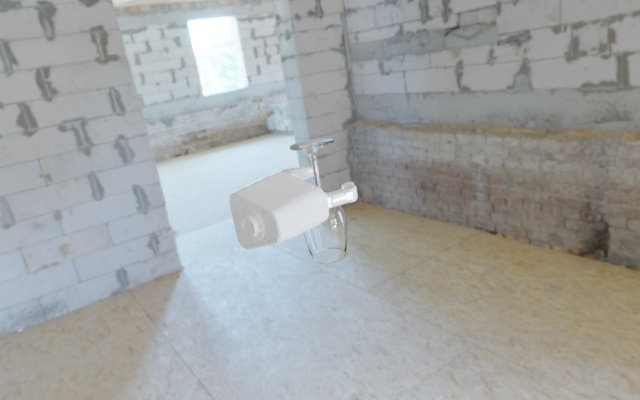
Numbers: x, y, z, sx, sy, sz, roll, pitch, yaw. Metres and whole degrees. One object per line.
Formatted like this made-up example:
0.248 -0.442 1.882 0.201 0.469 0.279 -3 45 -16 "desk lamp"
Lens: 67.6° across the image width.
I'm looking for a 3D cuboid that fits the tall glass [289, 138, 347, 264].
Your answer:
0.000 0.002 0.798 0.079 0.201 0.079 -9 17 3 "tall glass"
